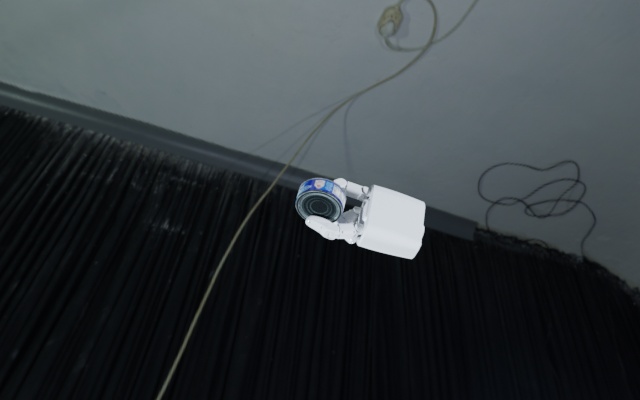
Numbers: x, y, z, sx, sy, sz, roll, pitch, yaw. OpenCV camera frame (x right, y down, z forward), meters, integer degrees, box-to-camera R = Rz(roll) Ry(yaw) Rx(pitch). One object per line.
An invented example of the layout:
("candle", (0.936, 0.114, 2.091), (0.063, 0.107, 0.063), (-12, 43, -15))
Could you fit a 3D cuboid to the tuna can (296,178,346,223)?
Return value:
("tuna can", (0.000, 0.003, 0.834), (0.086, 0.086, 0.033), (0, 44, 15))
